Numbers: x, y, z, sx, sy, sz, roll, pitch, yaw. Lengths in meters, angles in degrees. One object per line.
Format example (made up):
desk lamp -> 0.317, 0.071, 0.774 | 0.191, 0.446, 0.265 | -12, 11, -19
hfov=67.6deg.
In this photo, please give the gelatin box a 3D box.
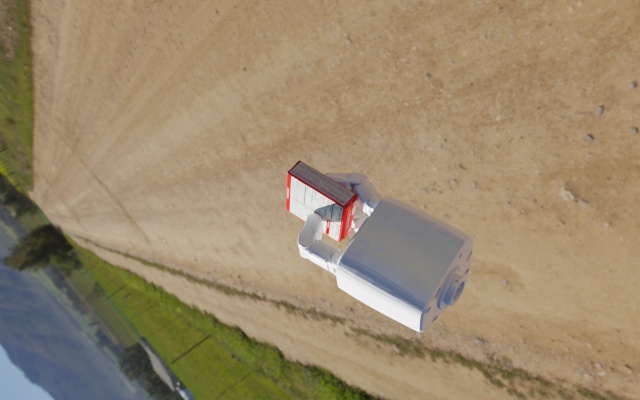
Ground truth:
gelatin box -> 0.000, 0.002, 0.589 | 0.089, 0.073, 0.030 | 31, 55, 19
